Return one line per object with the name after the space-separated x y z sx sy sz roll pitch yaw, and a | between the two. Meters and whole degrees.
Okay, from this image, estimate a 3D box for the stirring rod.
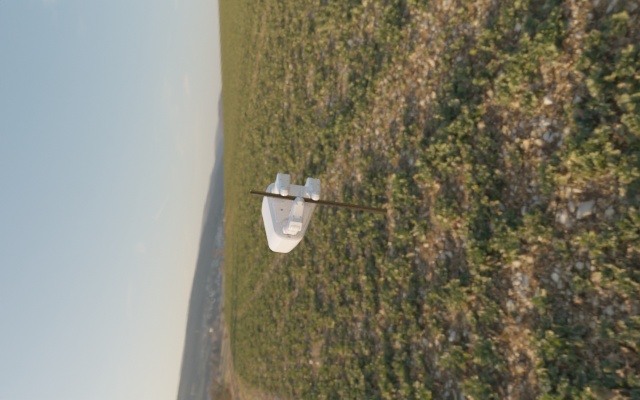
0.000 0.003 0.820 0.239 0.011 0.011 8 -2 -11 | stirring rod
